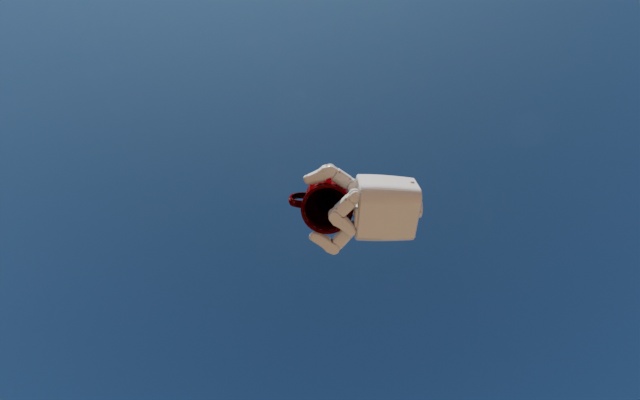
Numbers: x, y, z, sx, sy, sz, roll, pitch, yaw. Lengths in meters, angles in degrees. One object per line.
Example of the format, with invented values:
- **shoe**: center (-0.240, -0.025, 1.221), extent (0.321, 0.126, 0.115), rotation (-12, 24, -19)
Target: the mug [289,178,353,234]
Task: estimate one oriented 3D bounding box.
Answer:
- **mug**: center (-0.001, 0.003, 0.877), extent (0.117, 0.093, 0.081), rotation (3, 19, 0)
